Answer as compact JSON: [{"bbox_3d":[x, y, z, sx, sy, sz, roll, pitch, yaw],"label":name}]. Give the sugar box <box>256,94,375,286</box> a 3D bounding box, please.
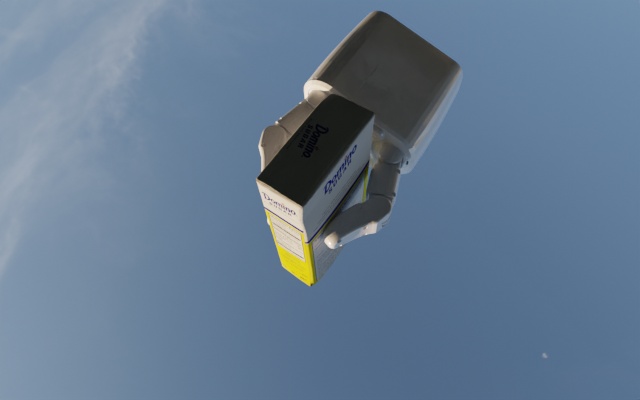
[{"bbox_3d":[0.000,0.001,0.402,0.048,0.093,0.176,30,-23,18],"label":"sugar box"}]
